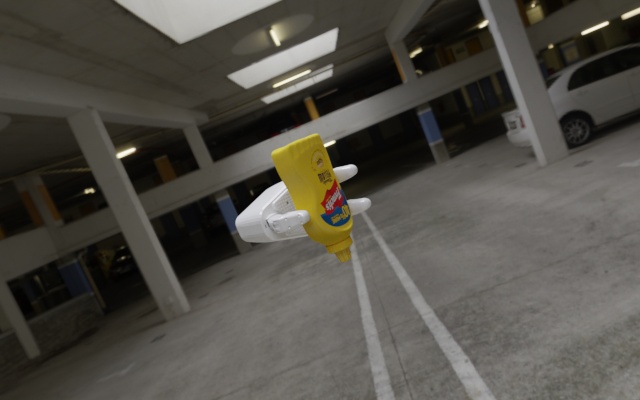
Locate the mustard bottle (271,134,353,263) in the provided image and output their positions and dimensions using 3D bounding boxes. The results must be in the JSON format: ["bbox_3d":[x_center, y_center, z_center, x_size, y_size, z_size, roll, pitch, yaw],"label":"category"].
[{"bbox_3d":[0.000,0.002,0.703,0.058,0.191,0.096,-19,8,33],"label":"mustard bottle"}]
